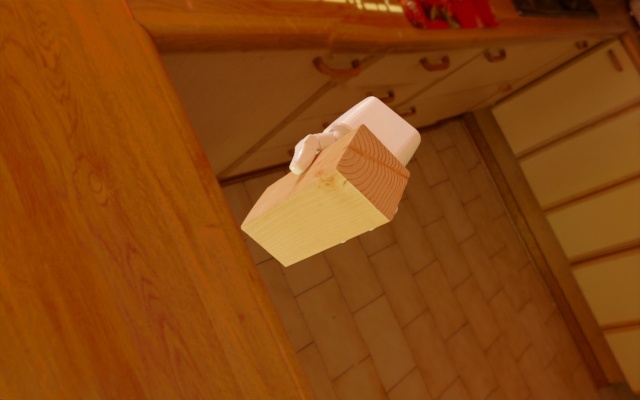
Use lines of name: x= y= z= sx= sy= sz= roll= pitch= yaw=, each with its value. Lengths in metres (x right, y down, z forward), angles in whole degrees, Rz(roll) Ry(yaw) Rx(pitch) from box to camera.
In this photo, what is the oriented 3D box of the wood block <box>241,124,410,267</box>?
wood block: x=0.000 y=0.001 z=0.615 sx=0.206 sy=0.091 sz=0.090 roll=-30 pitch=23 yaw=45
